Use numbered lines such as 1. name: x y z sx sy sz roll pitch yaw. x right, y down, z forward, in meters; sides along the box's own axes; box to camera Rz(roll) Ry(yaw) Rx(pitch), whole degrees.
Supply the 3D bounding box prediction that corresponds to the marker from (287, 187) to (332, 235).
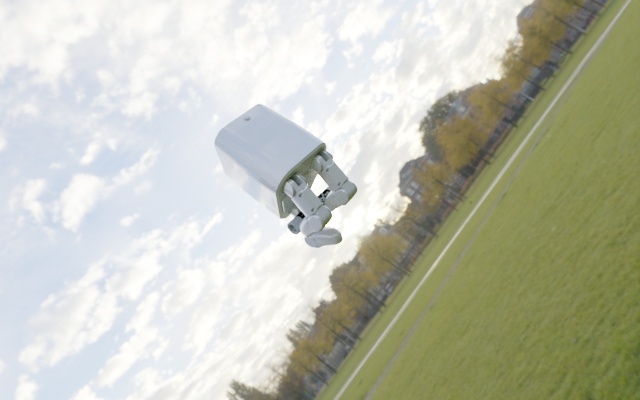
1. marker: 0.000 0.002 0.632 0.020 0.020 0.121 0 34 45
